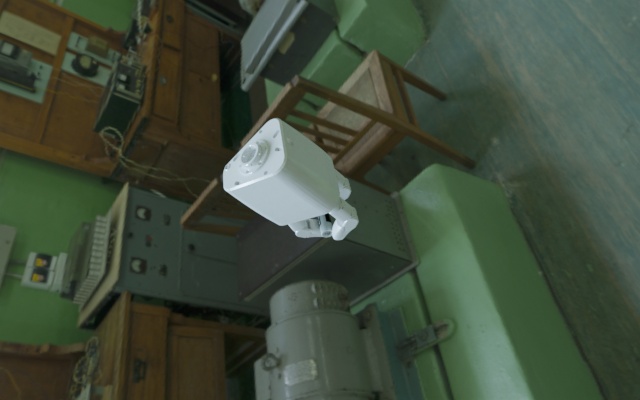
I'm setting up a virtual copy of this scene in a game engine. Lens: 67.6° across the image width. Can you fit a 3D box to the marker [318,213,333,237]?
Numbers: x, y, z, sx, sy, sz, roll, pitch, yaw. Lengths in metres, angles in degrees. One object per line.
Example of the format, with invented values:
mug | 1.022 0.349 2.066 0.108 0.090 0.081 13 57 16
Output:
marker | 0.000 0.002 0.728 0.020 0.121 0.020 -8 -39 -6
